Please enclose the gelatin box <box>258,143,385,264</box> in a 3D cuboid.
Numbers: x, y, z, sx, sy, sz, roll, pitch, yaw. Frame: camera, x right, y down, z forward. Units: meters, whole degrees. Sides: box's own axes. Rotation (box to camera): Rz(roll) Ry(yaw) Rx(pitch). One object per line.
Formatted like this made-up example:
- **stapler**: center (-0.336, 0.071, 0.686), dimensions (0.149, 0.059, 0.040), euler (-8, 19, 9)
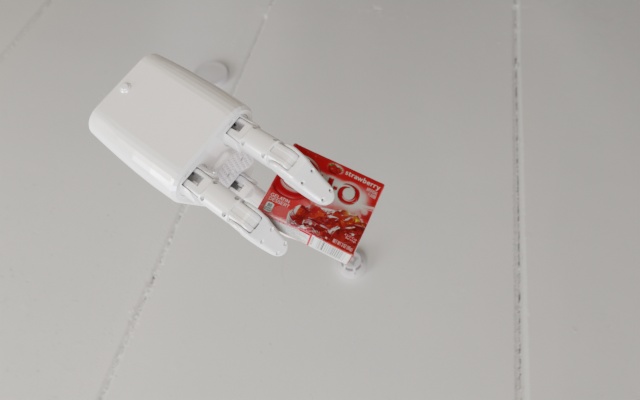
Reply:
- **gelatin box**: center (0.000, 0.002, 0.411), dimensions (0.089, 0.073, 0.030), euler (26, -25, 3)
